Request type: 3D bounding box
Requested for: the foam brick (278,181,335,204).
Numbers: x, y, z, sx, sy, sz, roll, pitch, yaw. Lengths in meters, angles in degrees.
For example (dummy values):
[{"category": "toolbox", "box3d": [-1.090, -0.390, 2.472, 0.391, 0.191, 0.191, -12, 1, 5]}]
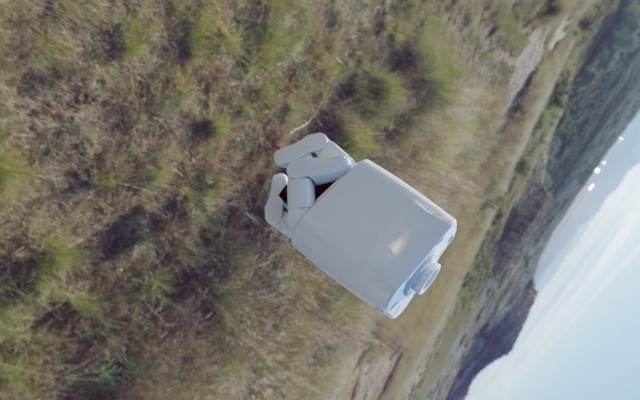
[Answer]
[{"category": "foam brick", "box3d": [0.000, 0.002, 0.508, 0.051, 0.053, 0.078, 35, -8, 24]}]
